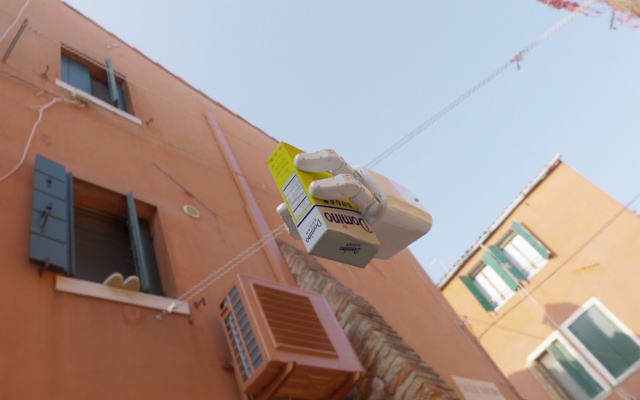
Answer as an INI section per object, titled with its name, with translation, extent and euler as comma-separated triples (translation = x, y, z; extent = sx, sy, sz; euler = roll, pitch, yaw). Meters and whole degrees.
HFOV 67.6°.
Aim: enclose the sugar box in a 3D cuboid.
[sugar box]
translation = 0.000, 0.002, 0.603
extent = 0.093, 0.048, 0.176
euler = 20, 26, -39
